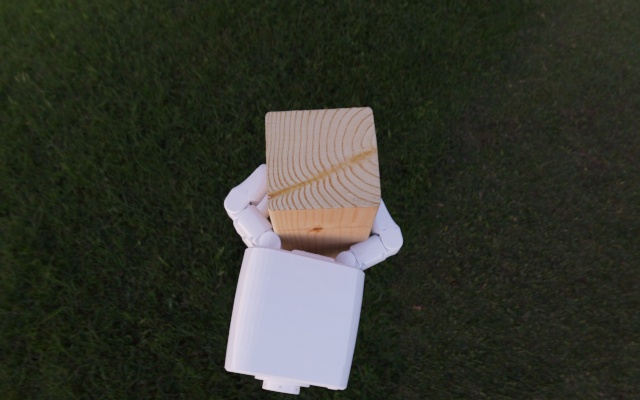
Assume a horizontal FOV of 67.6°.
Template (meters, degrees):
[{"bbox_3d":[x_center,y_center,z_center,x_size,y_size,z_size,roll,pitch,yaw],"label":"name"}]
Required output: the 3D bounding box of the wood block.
[{"bbox_3d":[0.000,0.002,0.476,0.091,0.090,0.206,-2,-21,-2],"label":"wood block"}]
